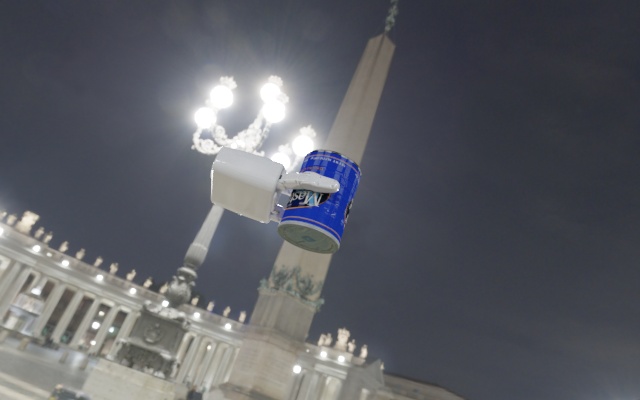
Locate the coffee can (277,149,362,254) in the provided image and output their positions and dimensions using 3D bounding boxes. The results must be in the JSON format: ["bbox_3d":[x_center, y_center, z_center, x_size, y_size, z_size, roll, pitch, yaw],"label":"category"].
[{"bbox_3d":[0.000,0.003,0.784,0.103,0.140,0.103,16,-25,8],"label":"coffee can"}]
